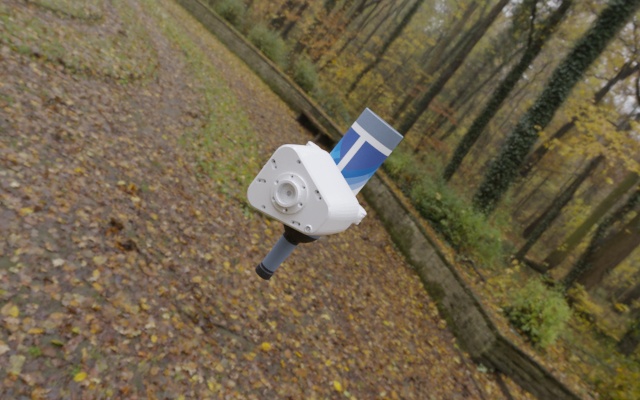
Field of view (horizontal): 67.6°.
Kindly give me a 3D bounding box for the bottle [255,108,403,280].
[{"bbox_3d":[0.000,0.002,0.700,0.069,0.296,0.069,36,14,-11],"label":"bottle"}]
